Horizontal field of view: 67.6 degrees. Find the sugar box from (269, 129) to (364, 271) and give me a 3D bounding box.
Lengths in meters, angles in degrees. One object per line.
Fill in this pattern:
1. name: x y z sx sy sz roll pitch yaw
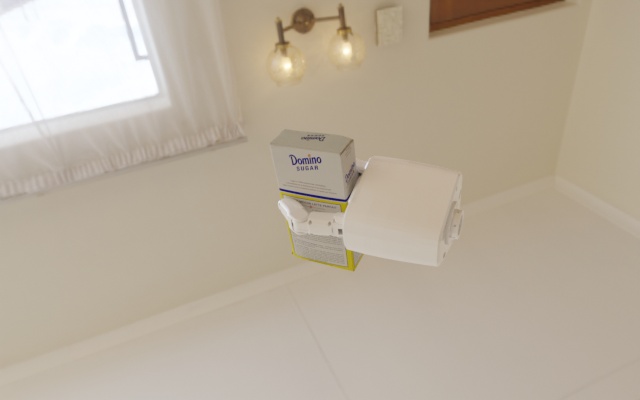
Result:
1. sugar box: 0.000 0.002 0.588 0.093 0.176 0.048 11 38 24
